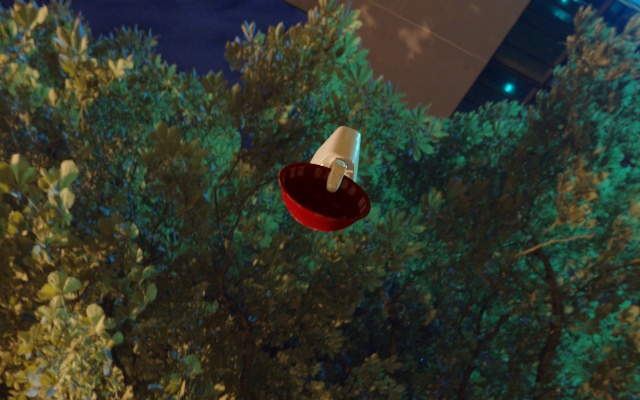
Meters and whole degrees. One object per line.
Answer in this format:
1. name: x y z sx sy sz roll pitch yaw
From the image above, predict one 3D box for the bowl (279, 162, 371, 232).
1. bowl: -0.001 0.003 0.797 0.162 0.055 0.162 18 30 -11
